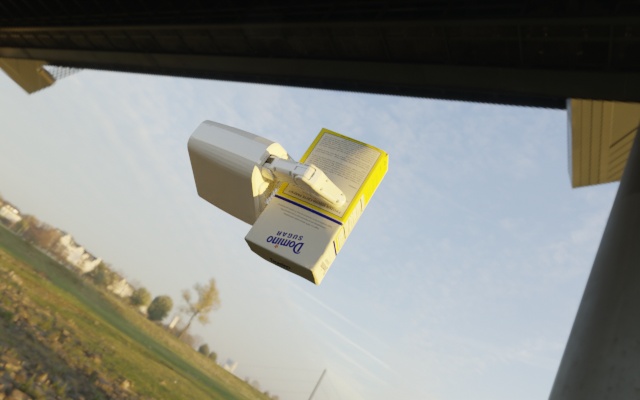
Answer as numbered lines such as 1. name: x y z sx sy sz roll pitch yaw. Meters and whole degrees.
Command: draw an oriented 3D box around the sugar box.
1. sugar box: 0.000 0.002 0.558 0.093 0.176 0.048 24 -24 22
